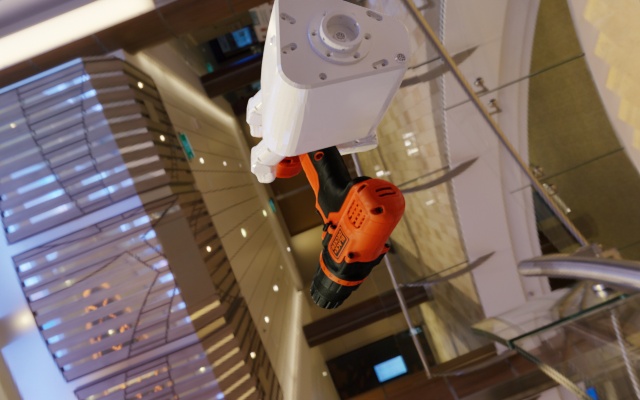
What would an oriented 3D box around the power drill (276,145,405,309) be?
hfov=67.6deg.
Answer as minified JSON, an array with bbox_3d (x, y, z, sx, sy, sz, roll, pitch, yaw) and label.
[{"bbox_3d":[0.000,0.001,0.501,0.057,0.187,0.185,-12,-35,-32],"label":"power drill"}]
